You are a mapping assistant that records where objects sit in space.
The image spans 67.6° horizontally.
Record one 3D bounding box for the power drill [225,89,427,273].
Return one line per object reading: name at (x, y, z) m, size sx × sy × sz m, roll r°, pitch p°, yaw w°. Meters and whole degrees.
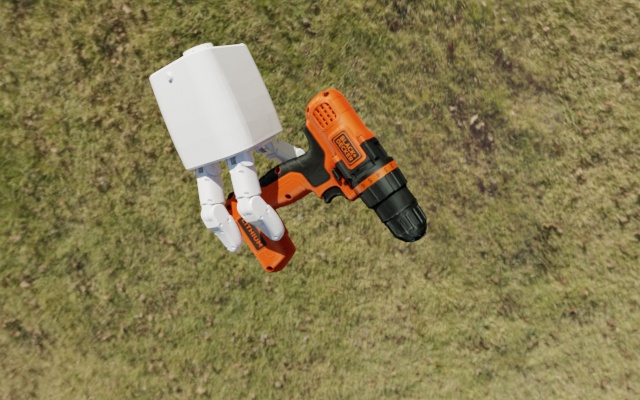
power drill at (0.000, 0.002, 0.527) m, size 0.188 × 0.184 × 0.057 m, roll -36°, pitch -6°, yaw 21°
